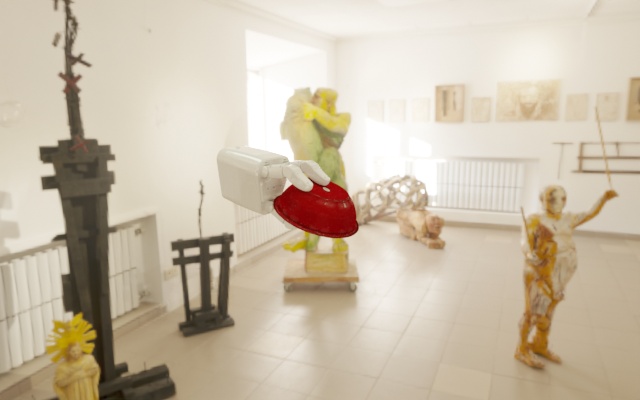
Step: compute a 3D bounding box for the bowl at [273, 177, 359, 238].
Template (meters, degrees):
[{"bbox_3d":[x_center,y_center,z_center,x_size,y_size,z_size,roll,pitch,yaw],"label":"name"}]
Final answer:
[{"bbox_3d":[0.001,0.003,0.850,0.162,0.055,0.162,16,22,-7],"label":"bowl"}]
